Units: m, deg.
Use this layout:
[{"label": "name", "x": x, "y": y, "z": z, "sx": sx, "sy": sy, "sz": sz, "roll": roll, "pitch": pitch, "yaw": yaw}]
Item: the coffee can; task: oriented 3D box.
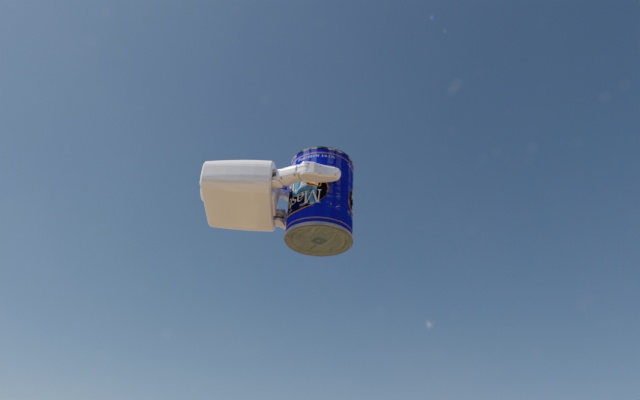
[{"label": "coffee can", "x": 0.000, "y": 0.003, "z": 0.743, "sx": 0.103, "sy": 0.140, "sz": 0.103, "roll": 2, "pitch": -32, "yaw": 1}]
